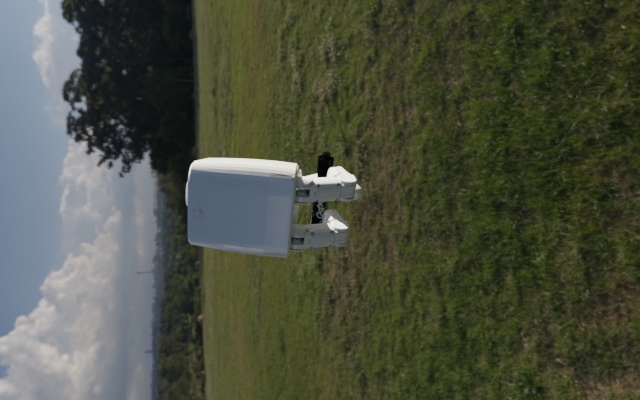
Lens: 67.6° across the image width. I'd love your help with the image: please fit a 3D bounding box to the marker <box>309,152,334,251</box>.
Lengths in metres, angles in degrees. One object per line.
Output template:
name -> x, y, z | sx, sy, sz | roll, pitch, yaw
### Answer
marker -> 0.000, 0.002, 0.558 | 0.020, 0.121, 0.020 | 6, 23, -2
